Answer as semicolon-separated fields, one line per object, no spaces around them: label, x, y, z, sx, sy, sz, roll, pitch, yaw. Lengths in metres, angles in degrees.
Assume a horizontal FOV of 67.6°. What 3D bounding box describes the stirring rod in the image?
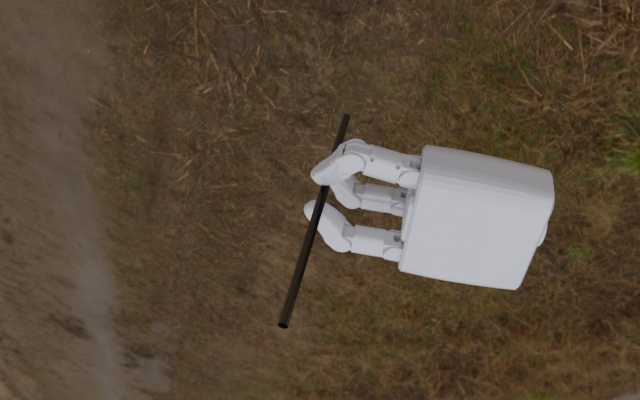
stirring rod;0.000;0.001;0.418;0.011;0.239;0.011;10;-40;8
